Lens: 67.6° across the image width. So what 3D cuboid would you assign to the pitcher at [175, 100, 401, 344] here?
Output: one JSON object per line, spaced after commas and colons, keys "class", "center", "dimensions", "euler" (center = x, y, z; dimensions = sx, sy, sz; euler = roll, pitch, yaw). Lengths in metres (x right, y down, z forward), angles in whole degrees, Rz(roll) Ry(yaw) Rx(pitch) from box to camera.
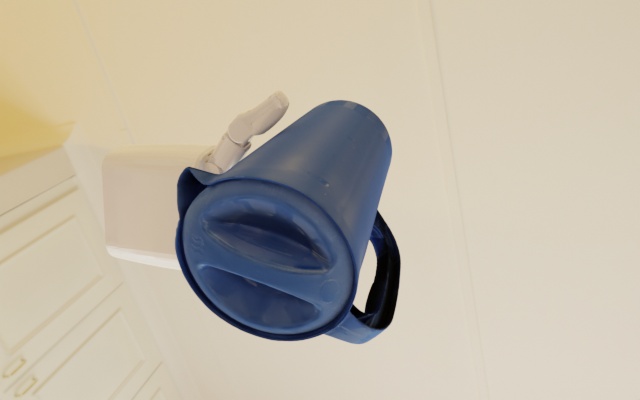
{"class": "pitcher", "center": [0.000, 0.001, 0.421], "dimensions": [0.145, 0.149, 0.242], "euler": [1, 27, 18]}
